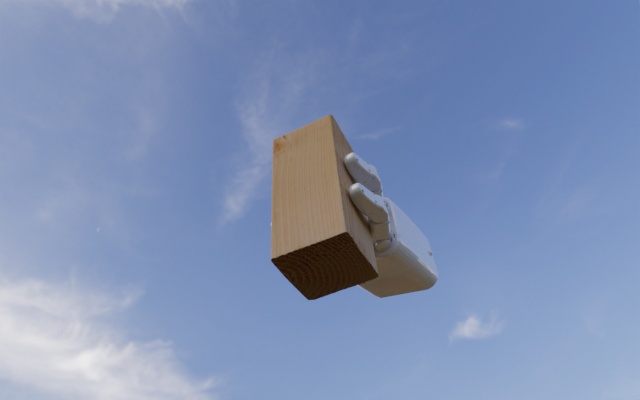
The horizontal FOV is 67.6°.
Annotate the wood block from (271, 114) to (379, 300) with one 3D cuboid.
[{"bbox_3d":[0.000,0.002,0.581,0.091,0.206,0.090,-22,-49,16],"label":"wood block"}]
